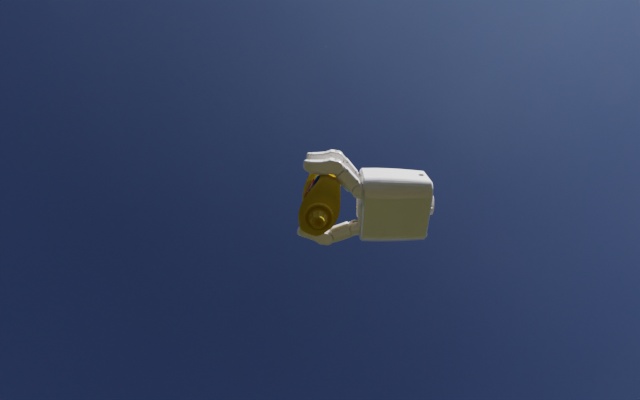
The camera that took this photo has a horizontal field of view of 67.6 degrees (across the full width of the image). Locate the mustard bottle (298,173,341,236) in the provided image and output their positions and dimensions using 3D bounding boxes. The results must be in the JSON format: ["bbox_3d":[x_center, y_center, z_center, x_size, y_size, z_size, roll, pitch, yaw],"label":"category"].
[{"bbox_3d":[0.000,0.002,0.742,0.058,0.096,0.191,24,17,-6],"label":"mustard bottle"}]
